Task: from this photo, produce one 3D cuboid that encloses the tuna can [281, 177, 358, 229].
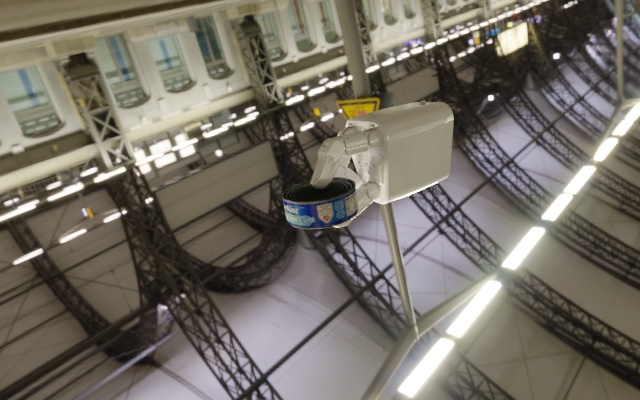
[{"bbox_3d":[0.000,0.002,0.550,0.086,0.034,0.086,-8,18,3],"label":"tuna can"}]
